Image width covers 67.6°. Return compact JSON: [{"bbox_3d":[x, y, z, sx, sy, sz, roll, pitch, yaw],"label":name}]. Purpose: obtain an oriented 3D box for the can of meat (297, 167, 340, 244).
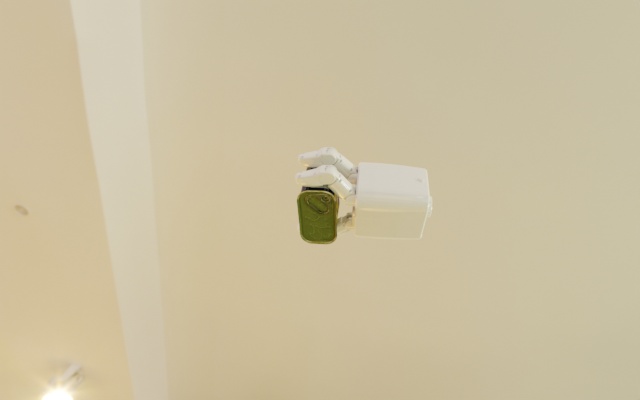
[{"bbox_3d":[0.000,0.002,0.743,0.057,0.102,0.084,2,38,7],"label":"can of meat"}]
